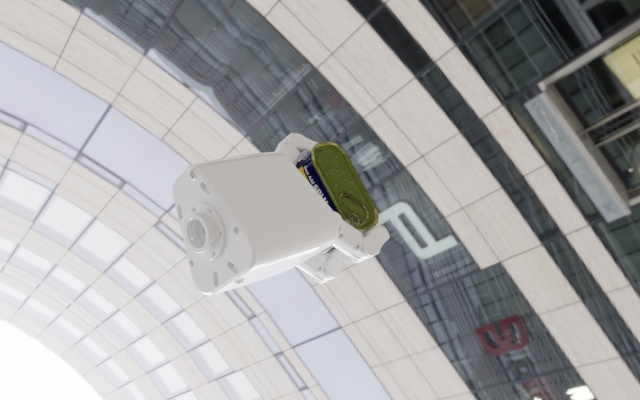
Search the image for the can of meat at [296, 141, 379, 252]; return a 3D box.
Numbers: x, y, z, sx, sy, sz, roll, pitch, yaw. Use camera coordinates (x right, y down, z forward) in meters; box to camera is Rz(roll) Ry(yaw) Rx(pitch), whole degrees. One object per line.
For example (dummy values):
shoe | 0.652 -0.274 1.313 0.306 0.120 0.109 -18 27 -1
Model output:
can of meat | 0.000 0.002 0.518 0.084 0.102 0.057 -34 -10 37
